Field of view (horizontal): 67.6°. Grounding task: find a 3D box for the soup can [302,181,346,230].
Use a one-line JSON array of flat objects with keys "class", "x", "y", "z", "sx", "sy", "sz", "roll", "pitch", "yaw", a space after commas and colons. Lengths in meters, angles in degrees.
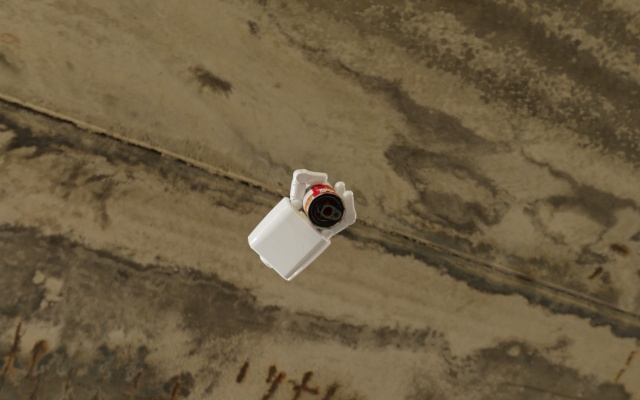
[{"class": "soup can", "x": 0.000, "y": 0.002, "z": 0.866, "sx": 0.068, "sy": 0.068, "sz": 0.102, "roll": 0, "pitch": 19, "yaw": -13}]
